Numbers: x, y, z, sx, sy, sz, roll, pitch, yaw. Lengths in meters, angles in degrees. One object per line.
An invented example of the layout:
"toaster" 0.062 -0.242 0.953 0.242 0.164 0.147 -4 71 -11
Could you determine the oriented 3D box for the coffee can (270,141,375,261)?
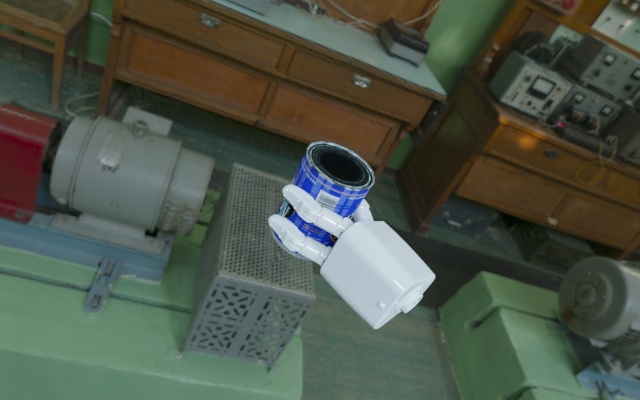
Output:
"coffee can" 0.000 0.002 0.682 0.103 0.140 0.102 19 34 -14
